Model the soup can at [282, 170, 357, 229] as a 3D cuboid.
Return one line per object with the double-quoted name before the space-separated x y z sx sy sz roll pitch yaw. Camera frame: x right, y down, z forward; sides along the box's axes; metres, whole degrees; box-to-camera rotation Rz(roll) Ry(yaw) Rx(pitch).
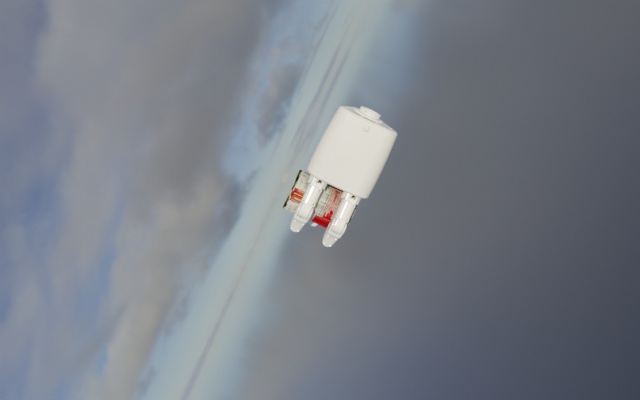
"soup can" 0.000 0.003 0.743 0.102 0.068 0.068 25 -2 -5
